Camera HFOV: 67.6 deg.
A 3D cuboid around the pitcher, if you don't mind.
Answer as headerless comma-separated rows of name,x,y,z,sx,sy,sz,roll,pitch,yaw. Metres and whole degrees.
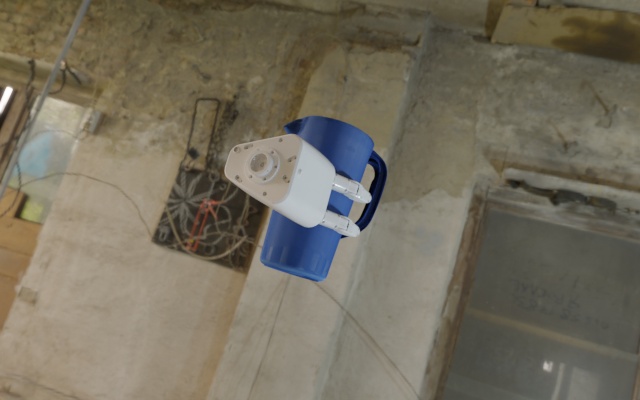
pitcher,0.000,0.002,0.758,0.149,0.242,0.145,12,-12,27
